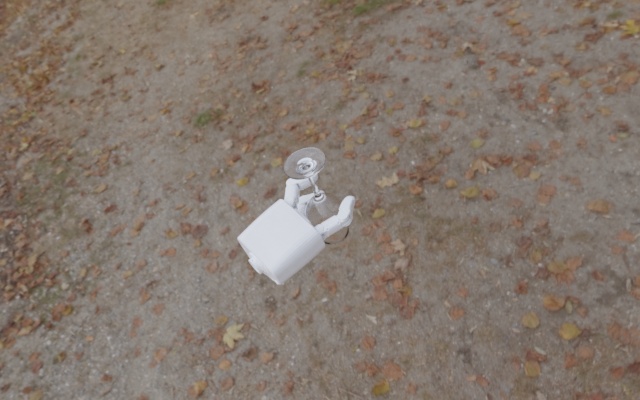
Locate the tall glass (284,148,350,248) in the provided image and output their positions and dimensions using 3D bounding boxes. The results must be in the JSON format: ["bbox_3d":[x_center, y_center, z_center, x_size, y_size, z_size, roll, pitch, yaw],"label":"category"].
[{"bbox_3d":[0.000,0.002,0.862,0.079,0.079,0.201,0,-41,21],"label":"tall glass"}]
